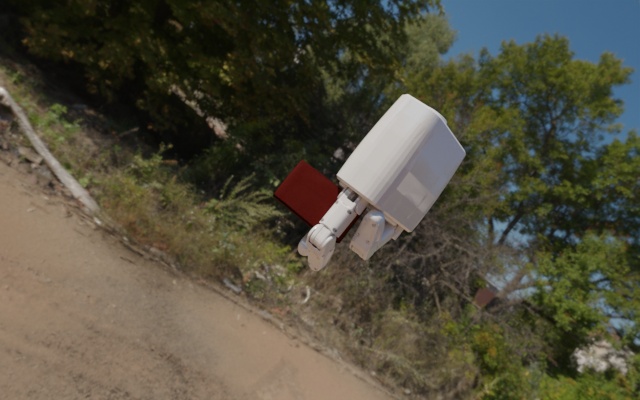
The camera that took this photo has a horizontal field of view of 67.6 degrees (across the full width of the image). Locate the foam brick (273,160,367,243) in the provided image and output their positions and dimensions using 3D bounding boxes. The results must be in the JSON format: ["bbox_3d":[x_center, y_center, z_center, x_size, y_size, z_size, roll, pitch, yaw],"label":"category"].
[{"bbox_3d":[0.000,0.002,0.515,0.078,0.051,0.053,38,4,22],"label":"foam brick"}]
